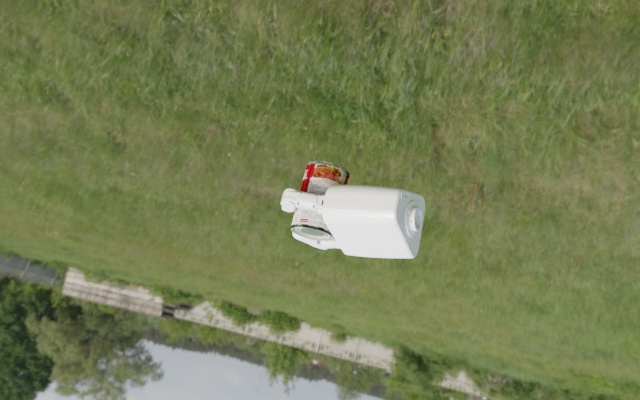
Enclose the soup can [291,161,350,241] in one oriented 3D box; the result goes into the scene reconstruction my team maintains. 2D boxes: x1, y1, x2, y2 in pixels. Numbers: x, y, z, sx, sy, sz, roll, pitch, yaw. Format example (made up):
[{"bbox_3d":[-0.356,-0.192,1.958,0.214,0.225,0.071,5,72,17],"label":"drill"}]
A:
[{"bbox_3d":[0.000,0.003,0.704,0.068,0.102,0.068,12,-18,4],"label":"soup can"}]
